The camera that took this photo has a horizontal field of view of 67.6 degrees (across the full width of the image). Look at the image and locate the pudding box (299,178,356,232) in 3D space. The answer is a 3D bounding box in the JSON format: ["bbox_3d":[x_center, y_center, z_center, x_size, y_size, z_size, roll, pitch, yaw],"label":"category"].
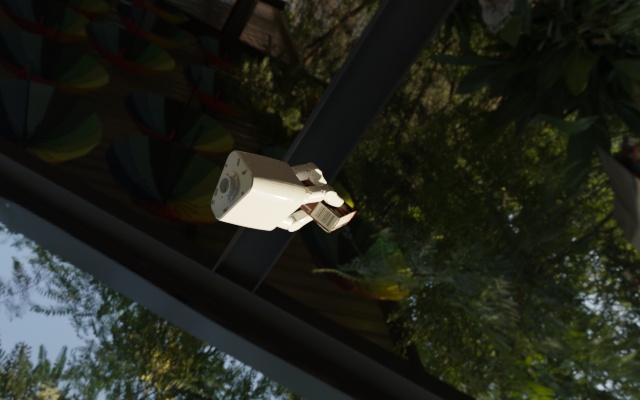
[{"bbox_3d":[0.000,0.003,0.865,0.113,0.039,0.090,42,21,12],"label":"pudding box"}]
